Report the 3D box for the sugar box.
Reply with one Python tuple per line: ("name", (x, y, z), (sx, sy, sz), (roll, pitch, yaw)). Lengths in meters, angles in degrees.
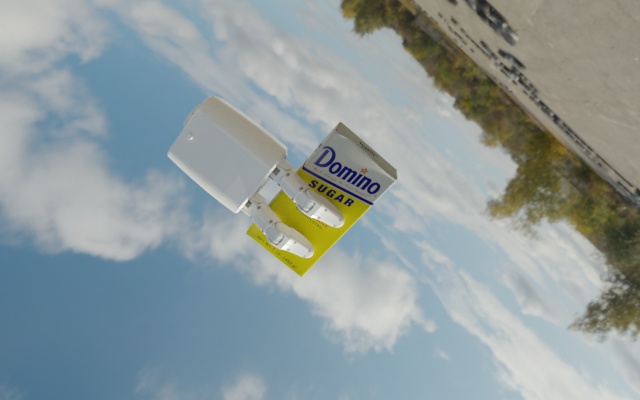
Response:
("sugar box", (0.000, 0.002, 0.578), (0.093, 0.176, 0.048), (39, 23, -8))
